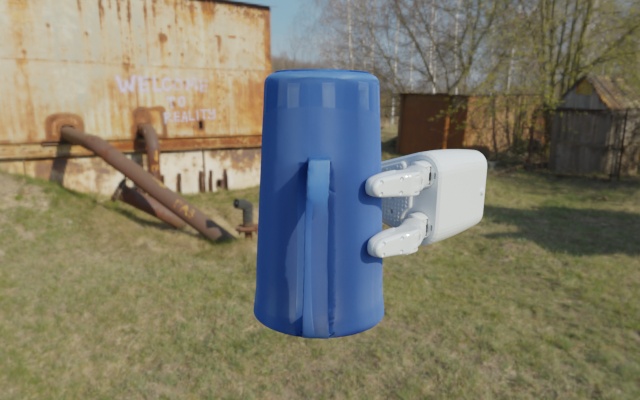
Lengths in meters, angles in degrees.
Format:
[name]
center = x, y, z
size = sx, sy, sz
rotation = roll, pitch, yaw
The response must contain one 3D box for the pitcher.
[pitcher]
center = 0.000, 0.001, 0.459
size = 0.145, 0.243, 0.149
rotation = -10, 15, -41
